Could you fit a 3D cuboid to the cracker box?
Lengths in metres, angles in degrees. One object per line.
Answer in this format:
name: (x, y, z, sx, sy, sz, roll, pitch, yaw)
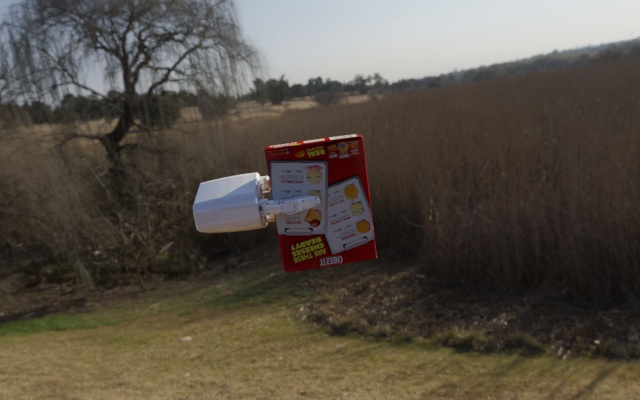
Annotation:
cracker box: (0.000, 0.003, 0.822, 0.164, 0.214, 0.072, -9, 12, -3)
